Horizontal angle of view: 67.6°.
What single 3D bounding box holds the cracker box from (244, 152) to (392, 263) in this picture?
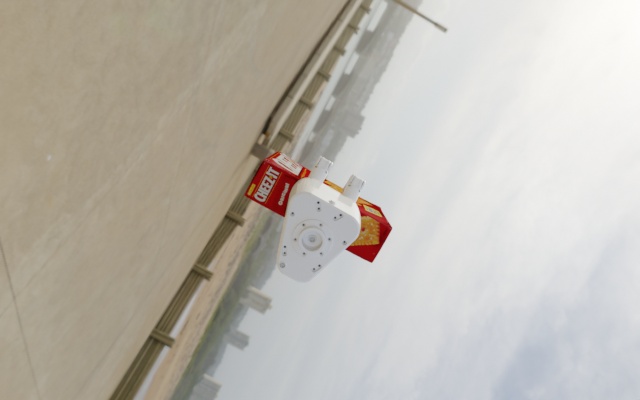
[{"bbox_3d":[0.000,0.003,0.766,0.214,0.072,0.164,29,9,-4],"label":"cracker box"}]
